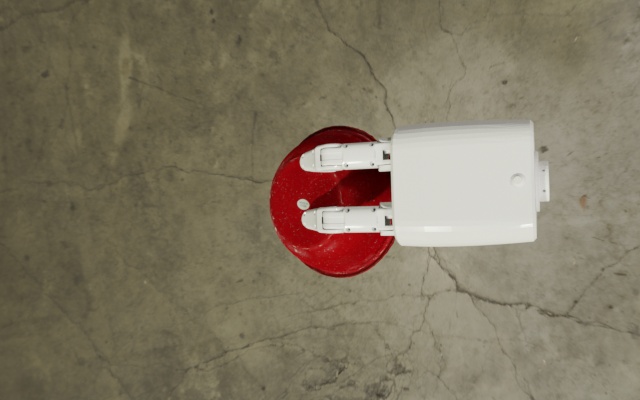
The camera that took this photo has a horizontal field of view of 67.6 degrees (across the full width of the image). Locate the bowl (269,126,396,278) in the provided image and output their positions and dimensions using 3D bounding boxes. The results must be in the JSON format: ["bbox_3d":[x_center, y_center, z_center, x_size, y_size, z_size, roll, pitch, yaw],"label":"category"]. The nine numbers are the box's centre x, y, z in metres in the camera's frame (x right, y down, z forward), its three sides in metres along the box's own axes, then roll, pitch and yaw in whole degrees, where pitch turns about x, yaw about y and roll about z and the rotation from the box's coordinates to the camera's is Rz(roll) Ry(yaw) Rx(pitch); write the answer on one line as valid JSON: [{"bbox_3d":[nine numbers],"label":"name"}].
[{"bbox_3d":[-0.001,0.002,0.488,0.162,0.162,0.055,0,1,37],"label":"bowl"}]
